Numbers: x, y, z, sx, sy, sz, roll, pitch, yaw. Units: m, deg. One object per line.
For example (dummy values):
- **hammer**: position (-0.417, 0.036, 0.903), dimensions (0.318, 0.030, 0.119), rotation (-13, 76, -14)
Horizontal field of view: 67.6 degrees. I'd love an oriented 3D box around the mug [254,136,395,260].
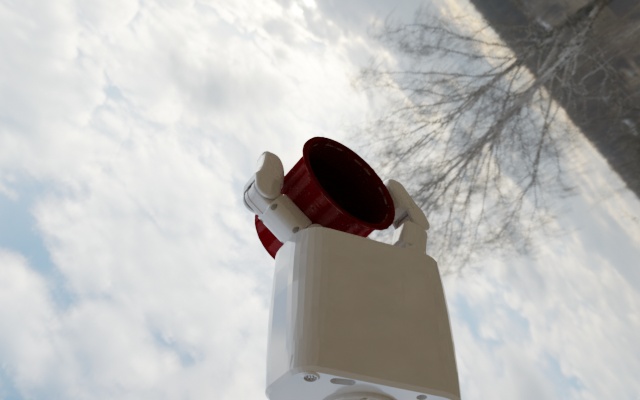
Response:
- **mug**: position (0.000, 0.001, 0.402), dimensions (0.093, 0.117, 0.081), rotation (32, -57, -21)
